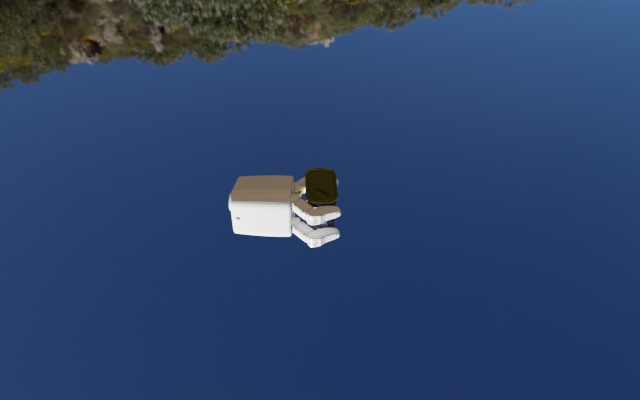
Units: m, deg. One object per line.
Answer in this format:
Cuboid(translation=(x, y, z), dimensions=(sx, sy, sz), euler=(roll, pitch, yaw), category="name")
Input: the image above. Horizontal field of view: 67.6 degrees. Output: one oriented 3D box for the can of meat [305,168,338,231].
Cuboid(translation=(0.000, 0.003, 0.884), dimensions=(0.057, 0.084, 0.102), euler=(0, 40, -3), category="can of meat")
